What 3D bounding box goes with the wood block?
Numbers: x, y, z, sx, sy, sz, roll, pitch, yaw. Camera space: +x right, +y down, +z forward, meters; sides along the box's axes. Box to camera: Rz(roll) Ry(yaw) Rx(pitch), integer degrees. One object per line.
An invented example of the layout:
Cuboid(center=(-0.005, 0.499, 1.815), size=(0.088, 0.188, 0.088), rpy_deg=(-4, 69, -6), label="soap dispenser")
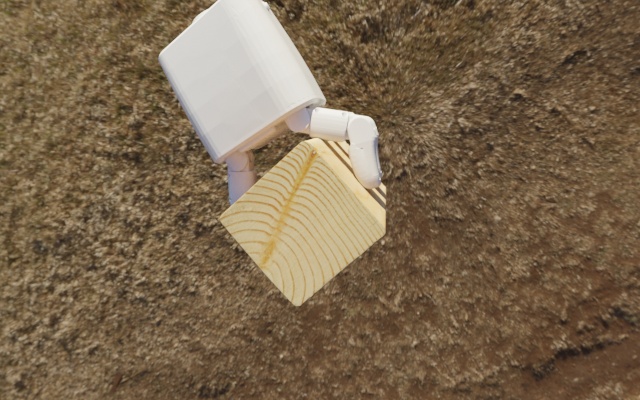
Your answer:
Cuboid(center=(0.000, 0.001, 0.439), size=(0.091, 0.090, 0.206), rpy_deg=(-41, 2, 13), label="wood block")
